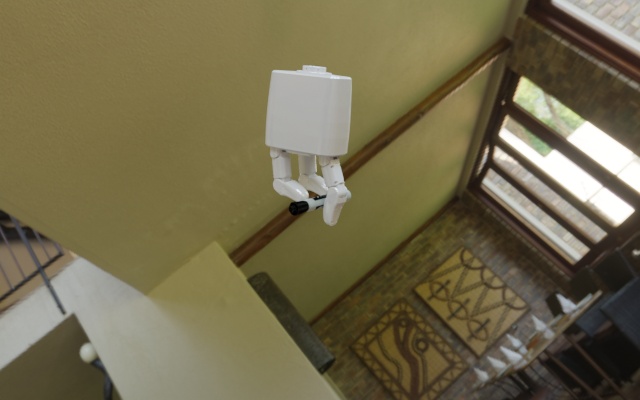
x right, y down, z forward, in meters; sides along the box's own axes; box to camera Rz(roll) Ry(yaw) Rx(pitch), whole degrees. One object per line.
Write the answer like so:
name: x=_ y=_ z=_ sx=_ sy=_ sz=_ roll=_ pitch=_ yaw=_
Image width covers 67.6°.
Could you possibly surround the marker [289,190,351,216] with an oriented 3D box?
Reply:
marker: x=0.000 y=0.002 z=0.680 sx=0.020 sy=0.020 sz=0.121 roll=0 pitch=9 yaw=42
